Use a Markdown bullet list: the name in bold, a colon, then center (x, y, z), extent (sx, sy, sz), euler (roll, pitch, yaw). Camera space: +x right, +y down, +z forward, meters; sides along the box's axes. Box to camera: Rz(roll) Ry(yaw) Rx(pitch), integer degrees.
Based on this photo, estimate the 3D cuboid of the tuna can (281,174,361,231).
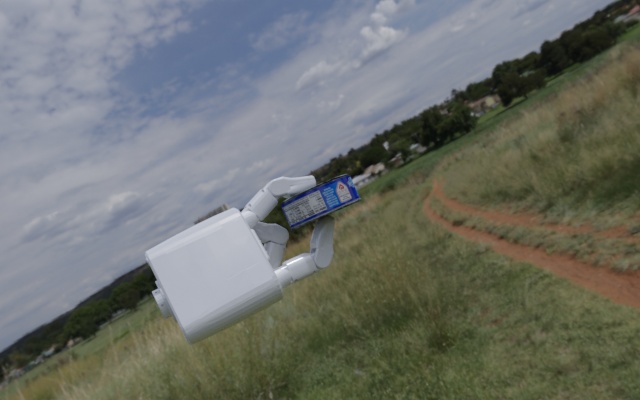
- **tuna can**: center (0.000, 0.001, 0.535), extent (0.086, 0.034, 0.086), euler (-24, -2, -1)
